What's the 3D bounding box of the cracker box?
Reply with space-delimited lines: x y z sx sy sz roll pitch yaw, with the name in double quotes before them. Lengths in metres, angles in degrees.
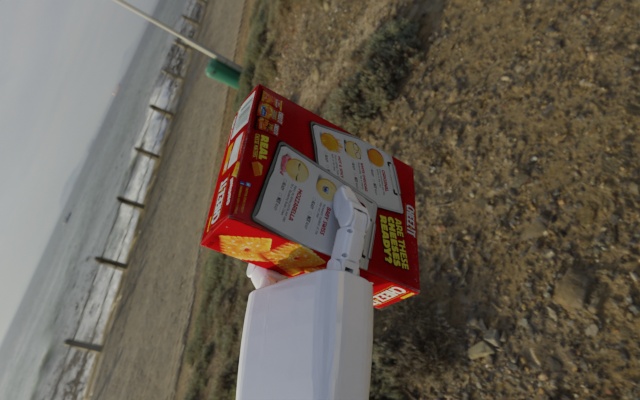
"cracker box" 0.000 0.001 0.498 0.214 0.164 0.072 25 -39 -26
